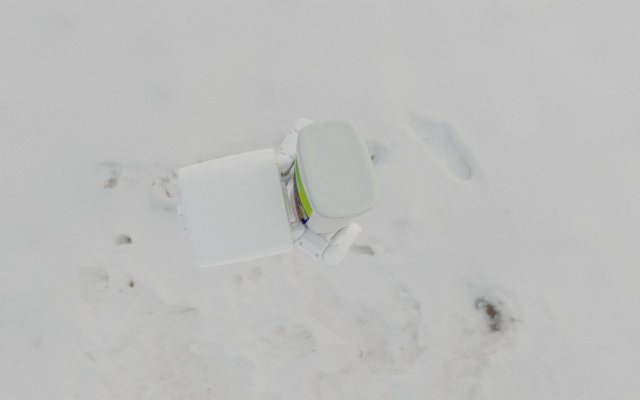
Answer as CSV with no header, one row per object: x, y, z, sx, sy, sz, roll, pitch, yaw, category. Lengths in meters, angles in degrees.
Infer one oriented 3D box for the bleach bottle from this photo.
0.000,0.002,0.558,0.068,0.102,0.251,-12,-15,-11,bleach bottle
